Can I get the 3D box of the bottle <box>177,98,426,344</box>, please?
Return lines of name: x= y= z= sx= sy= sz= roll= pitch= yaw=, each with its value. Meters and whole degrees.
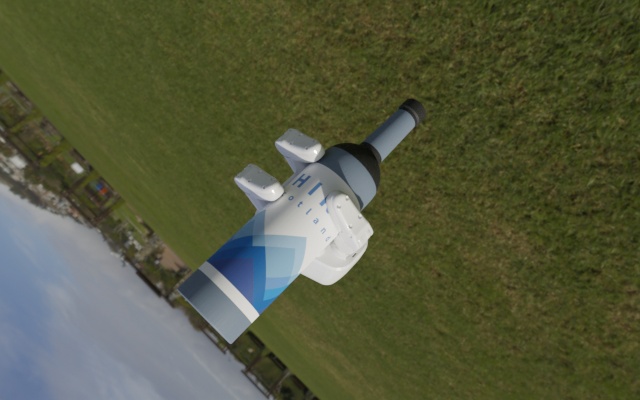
bottle: x=0.000 y=0.002 z=0.453 sx=0.295 sy=0.069 sz=0.069 roll=-44 pitch=17 yaw=-18
